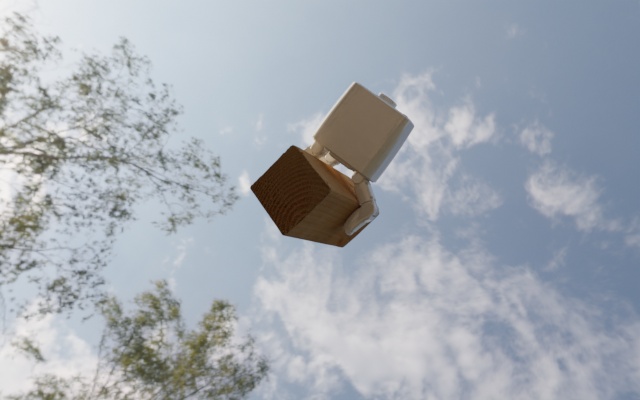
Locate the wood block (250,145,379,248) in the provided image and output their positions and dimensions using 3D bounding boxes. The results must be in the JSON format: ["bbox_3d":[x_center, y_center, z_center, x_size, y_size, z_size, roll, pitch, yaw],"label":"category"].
[{"bbox_3d":[0.001,0.002,0.715,0.090,0.090,0.206,-43,-24,12],"label":"wood block"}]
